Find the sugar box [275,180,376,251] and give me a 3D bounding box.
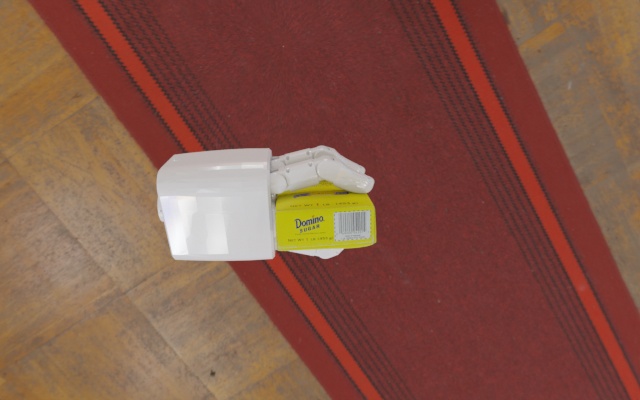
[{"bbox_3d":[0.000,0.001,0.515,0.093,0.048,0.176,-2,18,-3],"label":"sugar box"}]
